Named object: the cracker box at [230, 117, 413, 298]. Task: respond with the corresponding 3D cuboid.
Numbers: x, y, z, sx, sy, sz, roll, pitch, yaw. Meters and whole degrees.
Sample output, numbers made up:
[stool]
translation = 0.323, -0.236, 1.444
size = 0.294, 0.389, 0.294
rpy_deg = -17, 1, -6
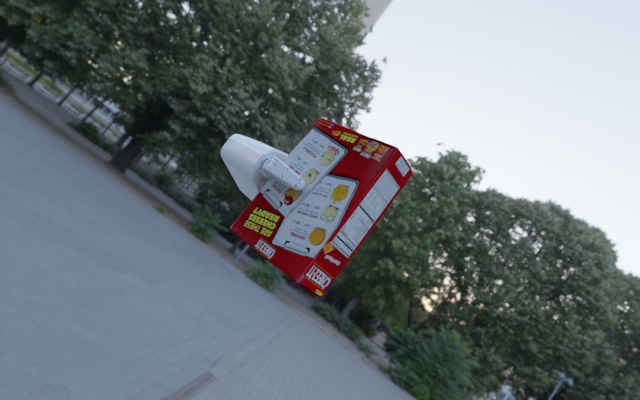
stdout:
[cracker box]
translation = 0.000, 0.002, 0.663
size = 0.164, 0.213, 0.072
rpy_deg = 30, -10, 44
